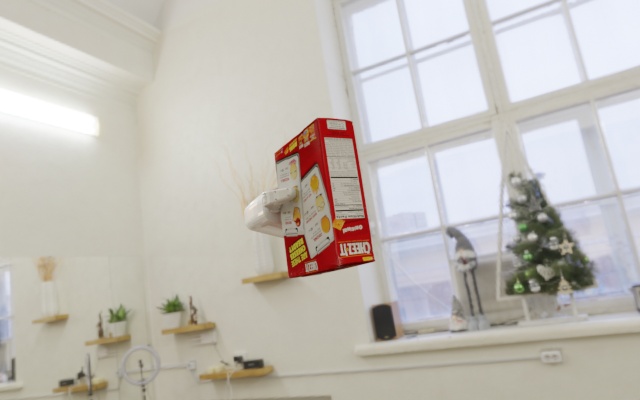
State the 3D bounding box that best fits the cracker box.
[{"bbox_3d":[0.000,0.002,0.735,0.072,0.213,0.164,-2,-12,-29],"label":"cracker box"}]
